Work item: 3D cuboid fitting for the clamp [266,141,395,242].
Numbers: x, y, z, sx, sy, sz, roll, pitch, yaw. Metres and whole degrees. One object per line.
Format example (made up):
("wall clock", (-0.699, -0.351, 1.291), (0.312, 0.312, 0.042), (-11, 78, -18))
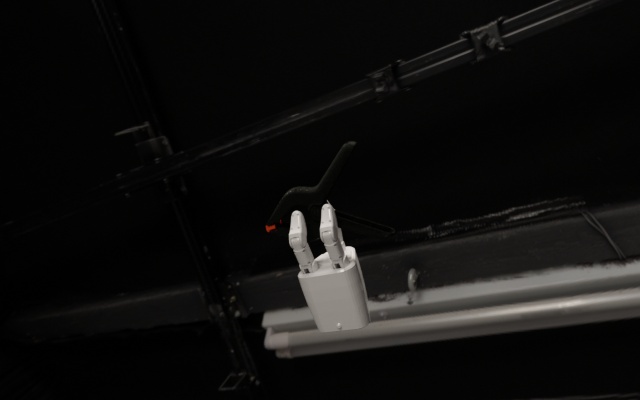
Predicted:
("clamp", (0.000, 0.003, 0.775), (0.210, 0.164, 0.036), (-13, 12, 22))
